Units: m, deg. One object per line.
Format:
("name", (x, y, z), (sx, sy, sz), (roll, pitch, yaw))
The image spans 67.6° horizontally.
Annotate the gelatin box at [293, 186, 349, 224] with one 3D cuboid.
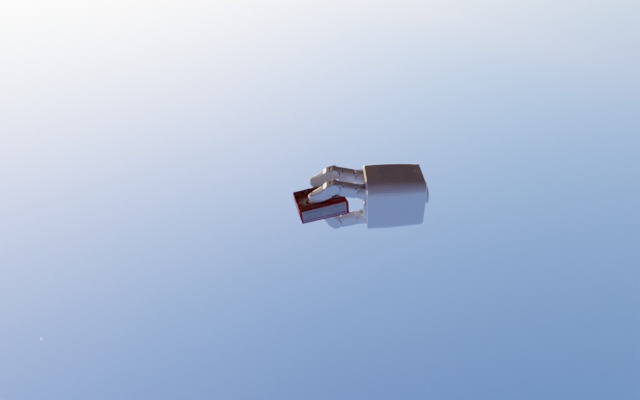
("gelatin box", (0.000, 0.003, 0.867), (0.089, 0.030, 0.073), (-14, 33, -7))
